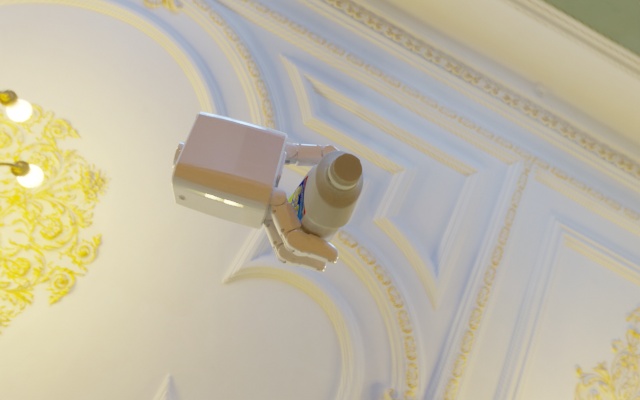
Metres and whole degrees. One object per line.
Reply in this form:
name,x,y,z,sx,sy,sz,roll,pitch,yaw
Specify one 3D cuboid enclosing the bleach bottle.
bleach bottle,0.000,0.002,0.558,0.068,0.102,0.251,14,-21,-8
